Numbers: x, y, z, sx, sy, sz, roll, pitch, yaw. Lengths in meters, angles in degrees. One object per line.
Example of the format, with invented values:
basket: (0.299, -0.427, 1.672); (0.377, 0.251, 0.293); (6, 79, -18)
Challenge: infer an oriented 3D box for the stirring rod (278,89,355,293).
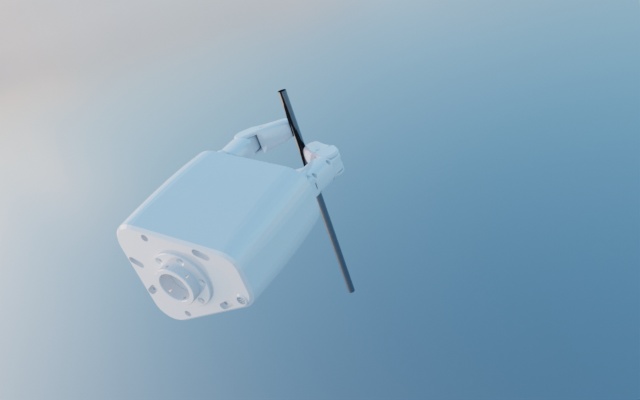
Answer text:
stirring rod: (0.000, 0.002, 0.487); (0.011, 0.240, 0.011); (-15, 28, 8)
